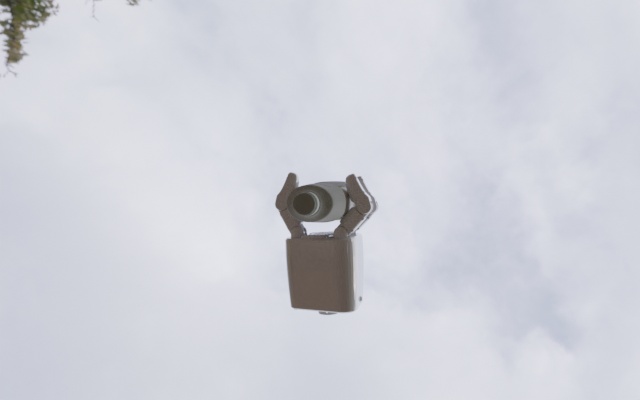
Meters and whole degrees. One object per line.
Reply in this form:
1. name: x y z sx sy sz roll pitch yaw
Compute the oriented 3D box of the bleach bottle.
1. bleach bottle: 0.000 0.002 0.716 0.102 0.068 0.251 -1 1 13
